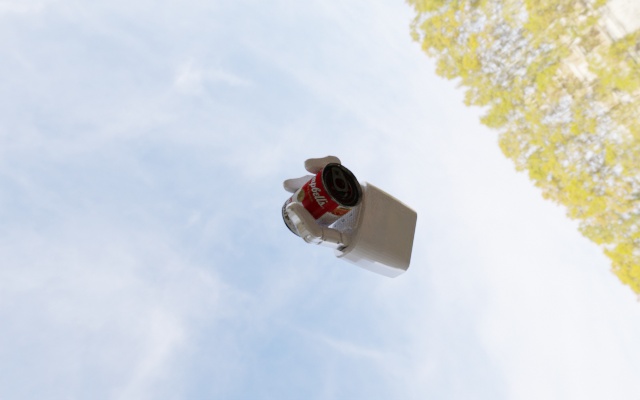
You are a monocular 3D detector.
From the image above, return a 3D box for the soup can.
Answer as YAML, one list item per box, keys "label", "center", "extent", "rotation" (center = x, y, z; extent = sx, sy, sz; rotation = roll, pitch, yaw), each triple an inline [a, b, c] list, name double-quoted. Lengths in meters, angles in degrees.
- label: "soup can"
  center: [0.000, 0.002, 0.664]
  extent: [0.068, 0.068, 0.102]
  rotation: [0, -28, -42]
